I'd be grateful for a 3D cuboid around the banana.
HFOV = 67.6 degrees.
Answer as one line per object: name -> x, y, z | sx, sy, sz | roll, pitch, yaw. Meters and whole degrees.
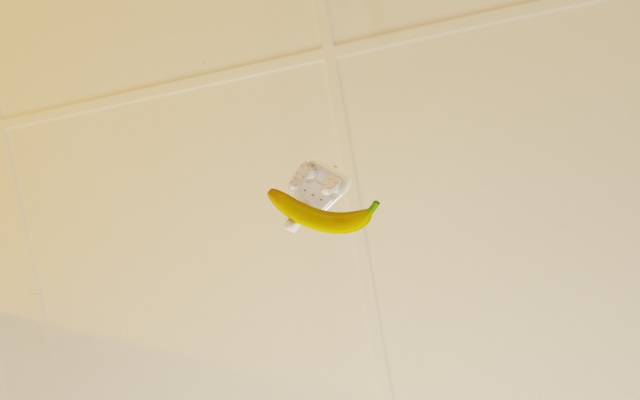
banana -> 0.002, 0.021, 0.823 | 0.198, 0.070, 0.037 | 6, 13, 13
